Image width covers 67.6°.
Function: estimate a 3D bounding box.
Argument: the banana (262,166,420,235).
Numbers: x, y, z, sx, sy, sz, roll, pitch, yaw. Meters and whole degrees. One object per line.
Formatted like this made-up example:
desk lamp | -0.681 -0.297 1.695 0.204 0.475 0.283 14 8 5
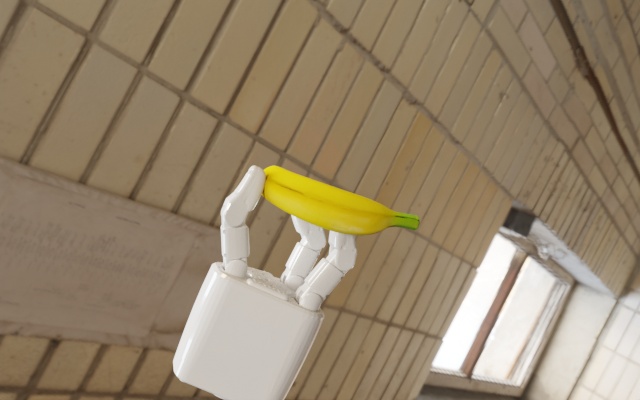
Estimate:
banana | -0.010 -0.002 0.435 0.197 0.037 0.069 22 3 44
